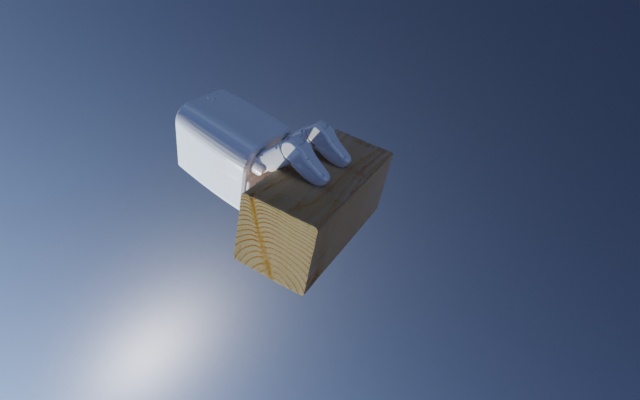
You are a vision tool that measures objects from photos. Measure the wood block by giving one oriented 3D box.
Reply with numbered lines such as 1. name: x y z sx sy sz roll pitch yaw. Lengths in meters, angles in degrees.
1. wood block: 0.000 0.002 0.555 0.090 0.091 0.206 25 35 17
